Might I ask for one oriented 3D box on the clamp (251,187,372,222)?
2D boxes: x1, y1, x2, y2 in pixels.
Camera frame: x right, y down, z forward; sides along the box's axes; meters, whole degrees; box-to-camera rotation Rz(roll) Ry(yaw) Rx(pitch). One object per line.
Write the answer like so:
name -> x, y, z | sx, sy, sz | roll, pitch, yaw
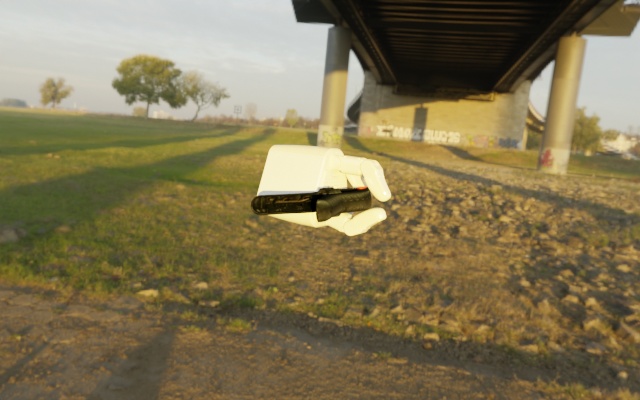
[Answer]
clamp -> 0.000, 0.001, 0.605 | 0.120, 0.039, 0.171 | 10, 9, 32
